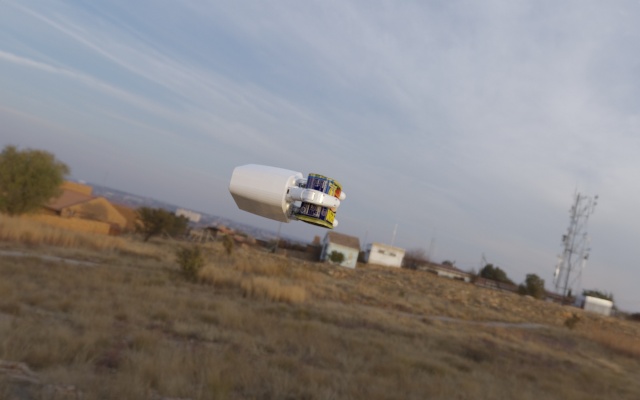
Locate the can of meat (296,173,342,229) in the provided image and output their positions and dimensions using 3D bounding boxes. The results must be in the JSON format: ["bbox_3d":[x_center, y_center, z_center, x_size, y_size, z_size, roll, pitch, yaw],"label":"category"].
[{"bbox_3d":[0.000,0.003,0.869,0.057,0.084,0.102,13,-6,14],"label":"can of meat"}]
